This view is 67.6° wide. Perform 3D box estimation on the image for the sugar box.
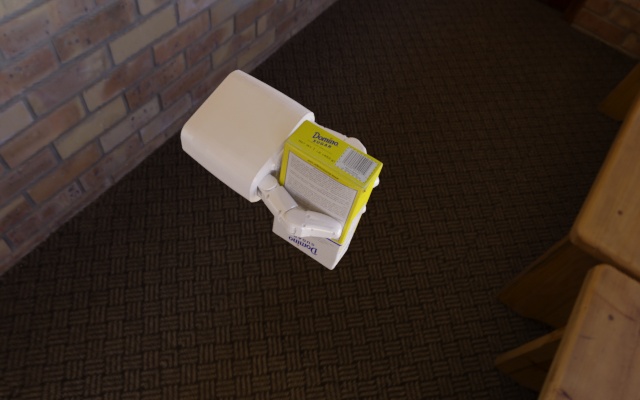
[{"bbox_3d":[0.000,0.001,0.530,0.093,0.048,0.176,32,-30,10],"label":"sugar box"}]
